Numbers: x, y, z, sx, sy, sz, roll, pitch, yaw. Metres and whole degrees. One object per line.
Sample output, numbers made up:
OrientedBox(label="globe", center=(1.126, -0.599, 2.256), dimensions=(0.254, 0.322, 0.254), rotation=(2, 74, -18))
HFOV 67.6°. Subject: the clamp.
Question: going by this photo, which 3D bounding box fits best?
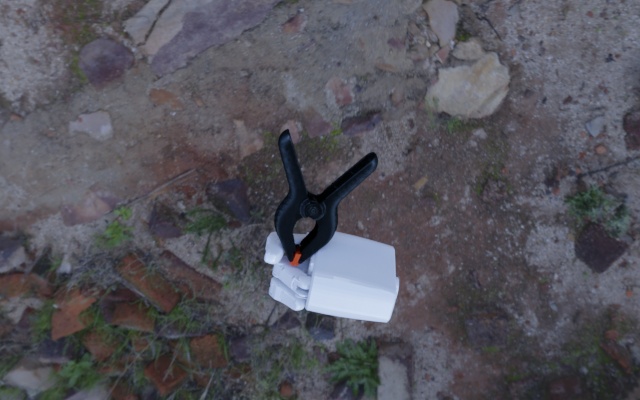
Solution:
OrientedBox(label="clamp", center=(0.000, 0.002, 0.582), dimensions=(0.120, 0.171, 0.039), rotation=(8, 26, -4))
